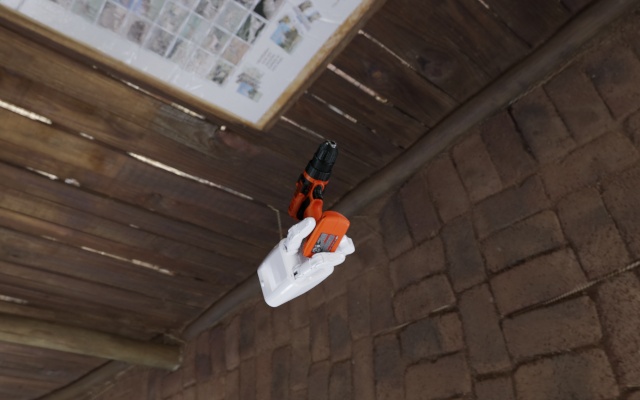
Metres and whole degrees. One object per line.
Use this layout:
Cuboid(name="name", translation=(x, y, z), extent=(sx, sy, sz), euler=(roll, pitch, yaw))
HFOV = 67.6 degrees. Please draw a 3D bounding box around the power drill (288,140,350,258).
Cuboid(name="power drill", translation=(0.000, 0.003, 0.890), extent=(0.057, 0.184, 0.187), euler=(12, 34, -20))
